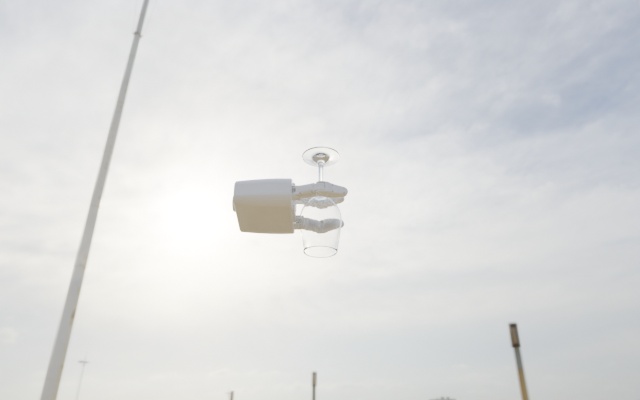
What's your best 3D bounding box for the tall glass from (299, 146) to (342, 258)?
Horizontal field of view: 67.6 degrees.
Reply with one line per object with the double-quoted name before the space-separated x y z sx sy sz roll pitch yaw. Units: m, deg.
"tall glass" 0.000 0.002 0.896 0.079 0.201 0.079 0 -26 0
